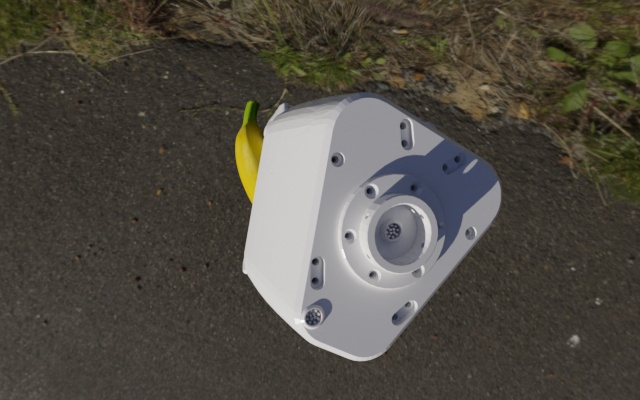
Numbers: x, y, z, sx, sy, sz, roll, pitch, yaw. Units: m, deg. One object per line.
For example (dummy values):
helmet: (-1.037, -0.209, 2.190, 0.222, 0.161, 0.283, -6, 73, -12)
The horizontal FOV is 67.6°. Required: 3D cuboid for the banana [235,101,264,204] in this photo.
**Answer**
banana: (-0.012, 0.010, 0.402, 0.037, 0.198, 0.069, -13, 29, 51)
